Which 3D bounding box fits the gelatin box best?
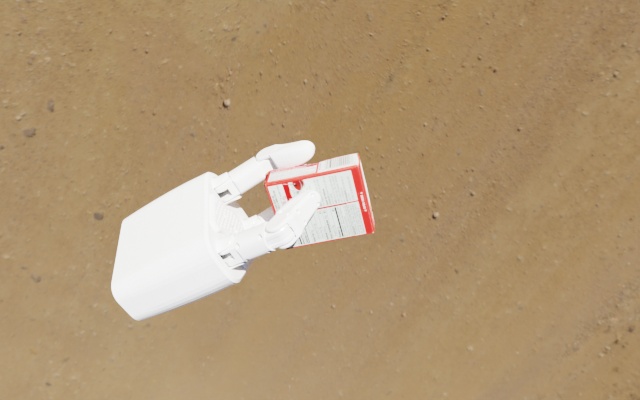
[{"bbox_3d":[0.000,0.002,0.443,0.089,0.073,0.030,-11,29,9],"label":"gelatin box"}]
